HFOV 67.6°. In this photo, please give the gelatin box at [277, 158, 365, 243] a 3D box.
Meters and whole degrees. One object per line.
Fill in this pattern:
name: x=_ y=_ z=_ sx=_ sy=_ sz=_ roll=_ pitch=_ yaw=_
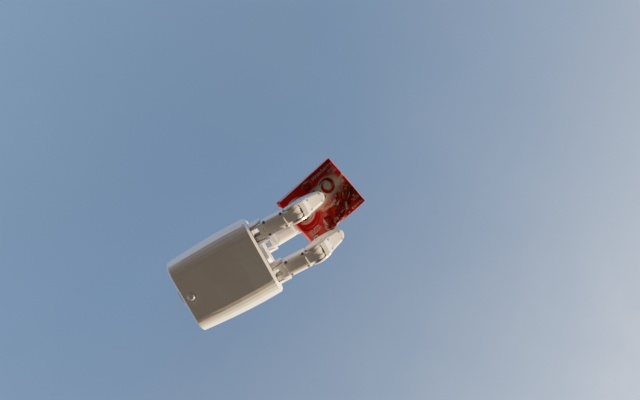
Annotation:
gelatin box: x=0.000 y=0.002 z=0.613 sx=0.089 sy=0.073 sz=0.030 roll=-42 pitch=7 yaw=-6
